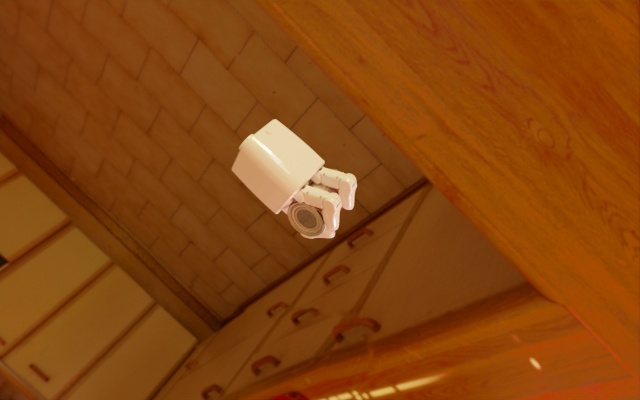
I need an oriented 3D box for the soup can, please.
[{"bbox_3d":[0.000,0.003,0.768,0.068,0.068,0.102,0,33,34],"label":"soup can"}]
